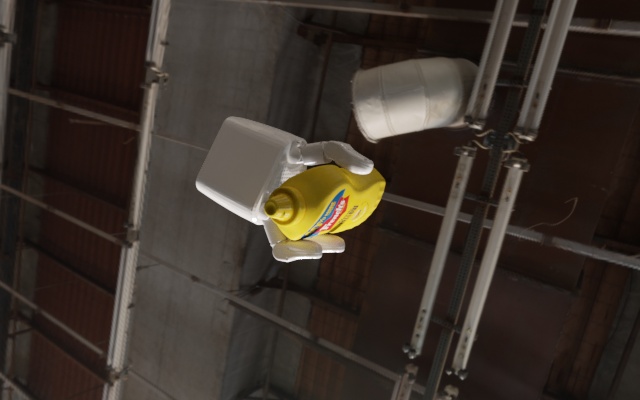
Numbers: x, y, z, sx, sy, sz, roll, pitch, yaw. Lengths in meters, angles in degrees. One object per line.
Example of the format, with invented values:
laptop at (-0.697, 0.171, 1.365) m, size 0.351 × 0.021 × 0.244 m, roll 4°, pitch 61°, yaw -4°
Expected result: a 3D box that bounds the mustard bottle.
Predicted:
mustard bottle at (0.000, 0.002, 0.549) m, size 0.096 × 0.058 × 0.191 m, roll -49°, pitch -21°, yaw 24°
